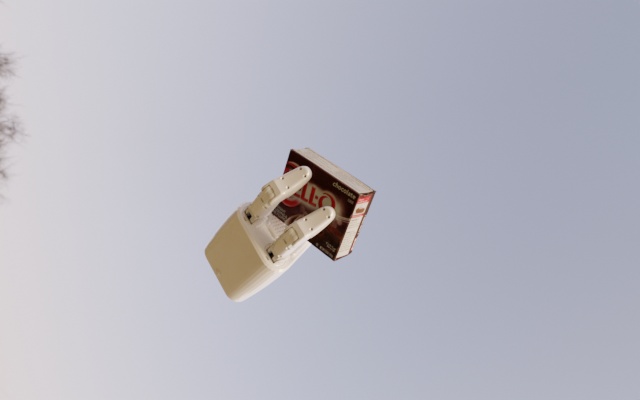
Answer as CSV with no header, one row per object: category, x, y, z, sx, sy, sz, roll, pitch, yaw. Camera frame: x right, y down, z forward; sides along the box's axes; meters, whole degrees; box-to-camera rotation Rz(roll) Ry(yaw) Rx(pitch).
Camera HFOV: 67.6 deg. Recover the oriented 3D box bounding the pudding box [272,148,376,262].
pudding box,0.000,0.002,0.561,0.113,0.090,0.039,34,30,28
